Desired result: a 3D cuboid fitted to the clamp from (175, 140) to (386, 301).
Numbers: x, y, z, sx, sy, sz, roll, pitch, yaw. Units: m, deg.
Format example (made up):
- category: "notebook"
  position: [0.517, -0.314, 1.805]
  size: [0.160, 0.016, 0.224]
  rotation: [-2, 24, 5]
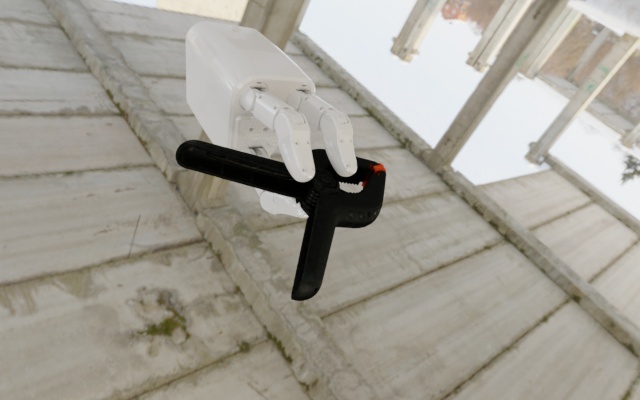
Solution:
- category: "clamp"
  position: [0.000, 0.002, 0.423]
  size: [0.210, 0.036, 0.164]
  rotation: [-9, 51, -45]
